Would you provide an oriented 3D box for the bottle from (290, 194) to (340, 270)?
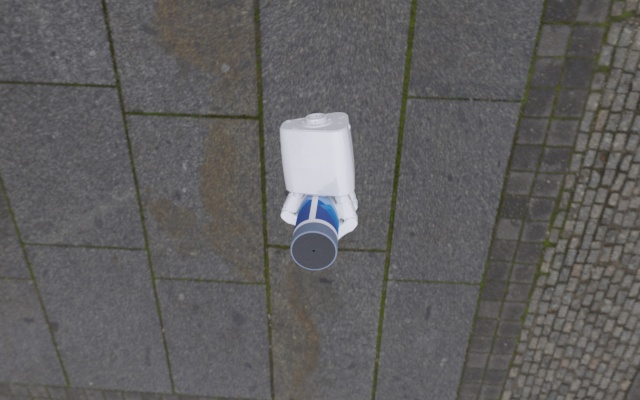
[{"bbox_3d":[0.000,0.003,0.799,0.069,0.069,0.295,0,28,4],"label":"bottle"}]
